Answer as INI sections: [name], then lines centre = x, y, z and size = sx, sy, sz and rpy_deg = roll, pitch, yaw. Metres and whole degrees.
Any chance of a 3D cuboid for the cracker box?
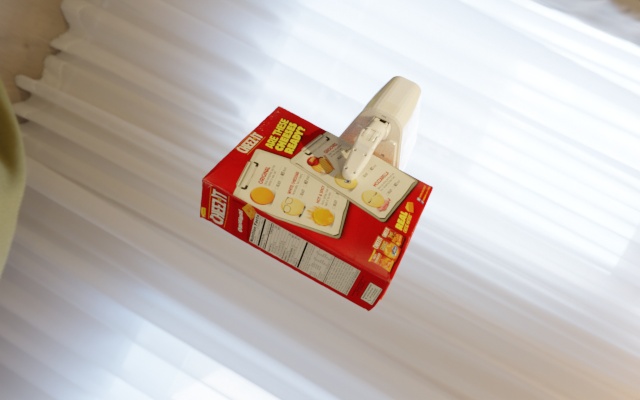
[cracker box]
centre = 0.000, 0.002, 0.538
size = 0.213, 0.072, 0.164
rpy_deg = 28, 45, 7
